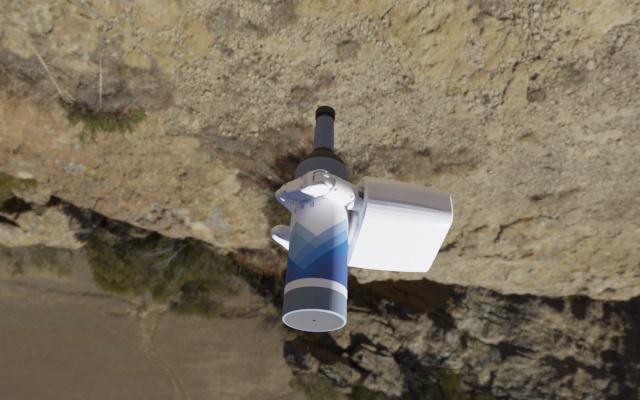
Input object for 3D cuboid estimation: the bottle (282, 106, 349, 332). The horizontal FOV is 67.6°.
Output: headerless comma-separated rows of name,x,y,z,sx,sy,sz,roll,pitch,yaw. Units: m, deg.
bottle,0.000,0.002,0.572,0.069,0.295,0.069,2,-33,1
